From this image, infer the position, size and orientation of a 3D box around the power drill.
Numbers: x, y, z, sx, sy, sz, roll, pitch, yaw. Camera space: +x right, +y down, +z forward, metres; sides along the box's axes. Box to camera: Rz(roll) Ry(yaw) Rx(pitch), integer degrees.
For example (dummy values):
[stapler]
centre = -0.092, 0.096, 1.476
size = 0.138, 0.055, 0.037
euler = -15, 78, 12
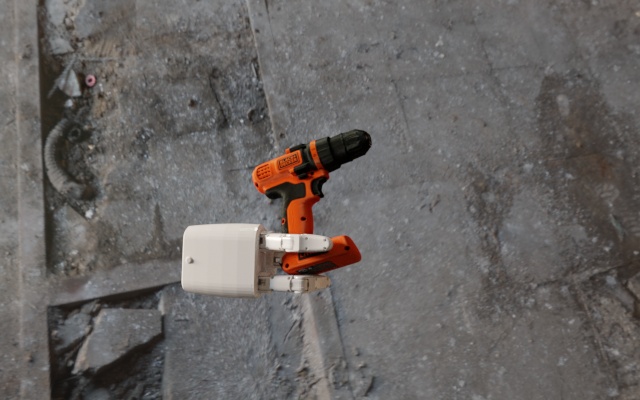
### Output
[power drill]
centre = 0.000, 0.003, 0.665
size = 0.184, 0.187, 0.057
euler = -21, -28, 17
